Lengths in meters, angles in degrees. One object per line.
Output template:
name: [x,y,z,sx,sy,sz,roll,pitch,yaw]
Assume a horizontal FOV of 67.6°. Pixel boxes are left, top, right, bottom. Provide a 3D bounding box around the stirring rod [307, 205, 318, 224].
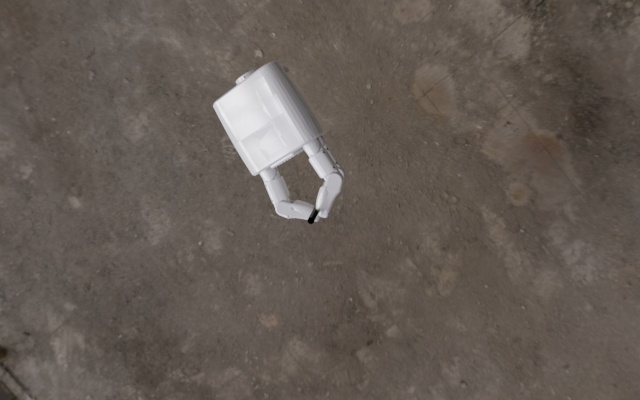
stirring rod: [0.000,0.002,0.669,0.011,0.011,0.239,0,10,5]
